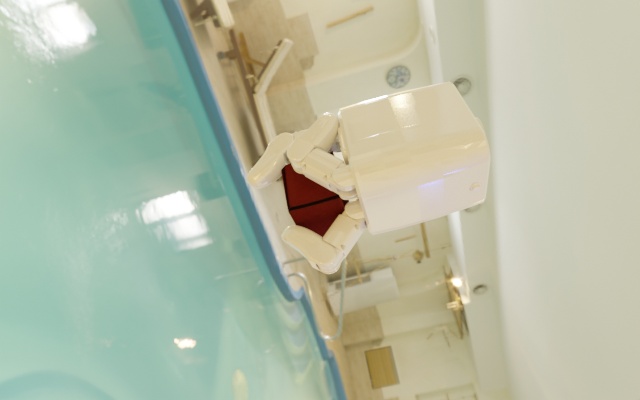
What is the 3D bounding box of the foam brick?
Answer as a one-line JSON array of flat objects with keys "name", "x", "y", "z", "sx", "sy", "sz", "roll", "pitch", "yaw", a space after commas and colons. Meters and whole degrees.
[{"name": "foam brick", "x": 0.000, "y": 0.002, "z": 0.457, "sx": 0.051, "sy": 0.053, "sz": 0.078, "roll": -16, "pitch": -33, "yaw": 5}]
